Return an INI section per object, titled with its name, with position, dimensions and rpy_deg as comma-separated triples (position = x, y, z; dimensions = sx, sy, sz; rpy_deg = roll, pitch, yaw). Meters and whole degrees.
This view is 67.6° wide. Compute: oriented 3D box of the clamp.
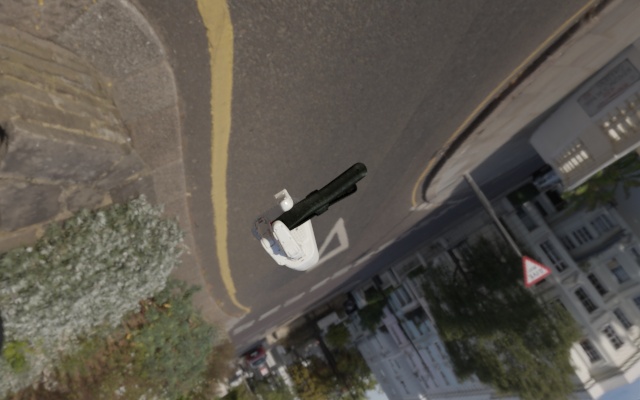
[clamp]
position = 0.000, 0.003, 0.770
dimensions = 0.171, 0.039, 0.120
rpy_deg = -31, -15, -1
